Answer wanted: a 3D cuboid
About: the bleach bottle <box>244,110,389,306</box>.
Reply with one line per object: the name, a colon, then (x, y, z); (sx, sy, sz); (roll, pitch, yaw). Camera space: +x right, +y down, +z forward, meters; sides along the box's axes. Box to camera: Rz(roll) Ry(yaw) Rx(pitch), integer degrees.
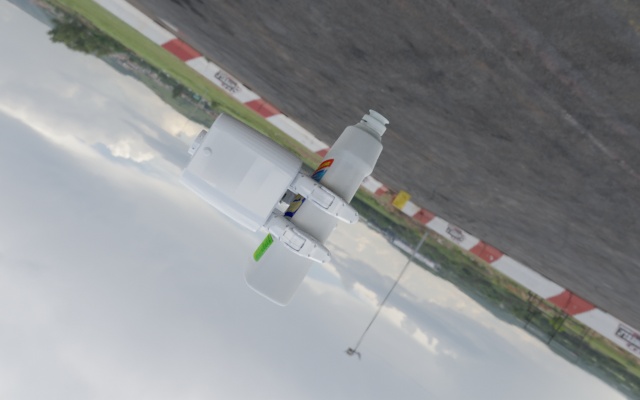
bleach bottle: (0.000, 0.002, 0.586); (0.068, 0.251, 0.102); (33, 2, -11)
